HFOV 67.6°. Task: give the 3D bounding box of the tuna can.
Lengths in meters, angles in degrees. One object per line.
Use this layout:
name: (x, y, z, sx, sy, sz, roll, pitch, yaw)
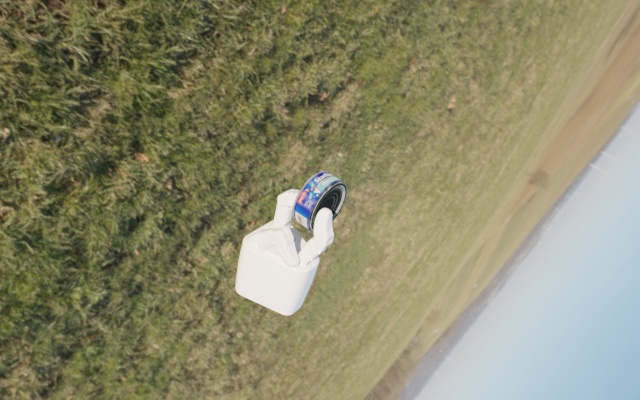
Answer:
tuna can: (0.001, 0.002, 0.687, 0.033, 0.086, 0.086, 33, 15, 25)
